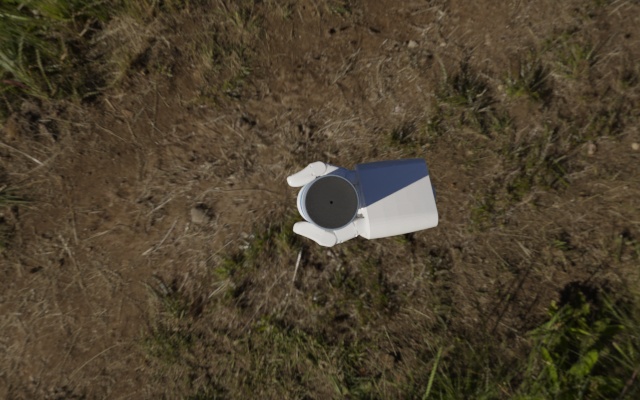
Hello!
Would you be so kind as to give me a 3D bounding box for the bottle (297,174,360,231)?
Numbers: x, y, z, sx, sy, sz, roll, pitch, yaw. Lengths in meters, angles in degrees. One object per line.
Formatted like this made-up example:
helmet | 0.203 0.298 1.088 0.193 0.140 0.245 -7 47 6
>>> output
bottle | 0.000 0.002 0.700 0.069 0.069 0.295 0 0 -5
